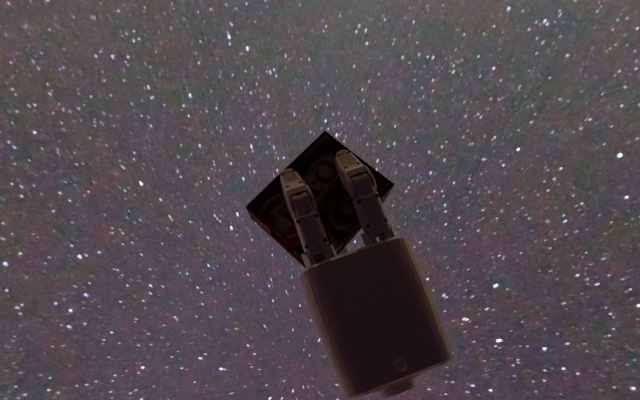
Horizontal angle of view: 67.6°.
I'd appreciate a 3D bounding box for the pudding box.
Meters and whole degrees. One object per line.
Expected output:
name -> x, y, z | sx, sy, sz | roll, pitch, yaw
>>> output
pudding box -> 0.000, 0.002, 0.459 | 0.090, 0.113, 0.039 | 40, -18, 15
